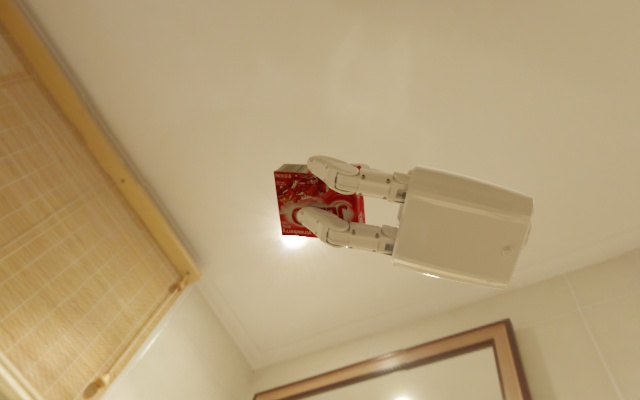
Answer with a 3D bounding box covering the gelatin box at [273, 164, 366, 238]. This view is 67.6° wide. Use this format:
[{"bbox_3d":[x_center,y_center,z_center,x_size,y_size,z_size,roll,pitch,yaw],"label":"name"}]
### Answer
[{"bbox_3d":[0.000,0.001,0.490,0.089,0.073,0.030,3,23,21],"label":"gelatin box"}]
